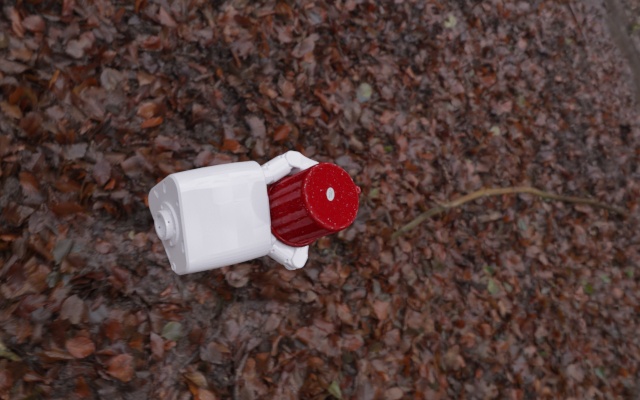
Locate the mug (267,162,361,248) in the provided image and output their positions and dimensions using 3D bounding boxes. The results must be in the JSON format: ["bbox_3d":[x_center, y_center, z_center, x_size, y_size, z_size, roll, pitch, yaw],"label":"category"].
[{"bbox_3d":[0.001,0.002,0.575,0.117,0.093,0.081,-12,-6,-39],"label":"mug"}]
